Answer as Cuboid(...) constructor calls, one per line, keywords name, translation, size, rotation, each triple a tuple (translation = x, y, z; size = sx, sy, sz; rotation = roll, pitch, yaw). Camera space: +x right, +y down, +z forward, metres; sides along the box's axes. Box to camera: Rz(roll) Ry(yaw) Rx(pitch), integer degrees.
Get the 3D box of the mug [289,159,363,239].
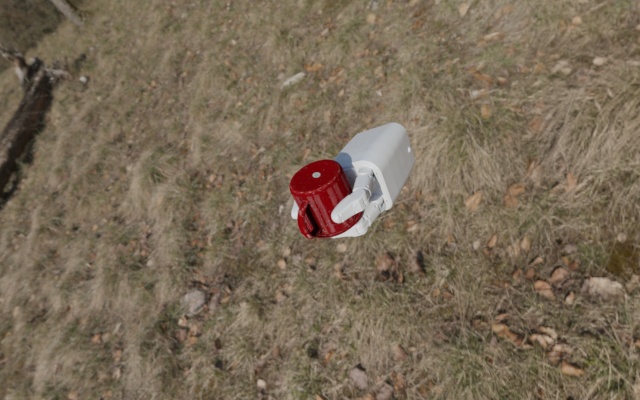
Cuboid(name="mug", translation=(-0.001, 0.003, 0.688), size=(0.093, 0.081, 0.117), rotation=(3, 44, 37))
